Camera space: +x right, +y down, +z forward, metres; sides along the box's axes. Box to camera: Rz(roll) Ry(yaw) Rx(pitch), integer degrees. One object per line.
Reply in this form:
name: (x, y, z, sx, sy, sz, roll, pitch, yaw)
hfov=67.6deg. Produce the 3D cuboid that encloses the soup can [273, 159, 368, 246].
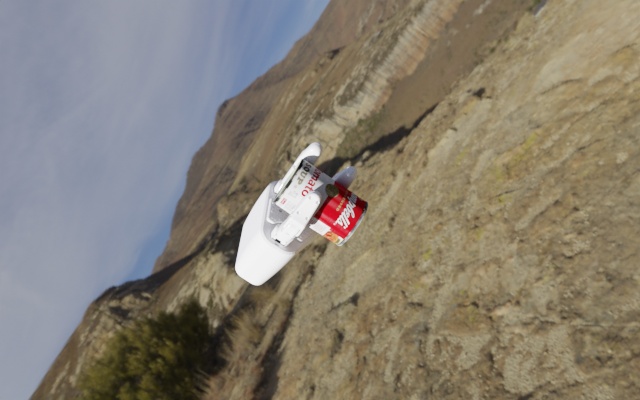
soup can: (0.000, 0.002, 0.608, 0.102, 0.068, 0.068, 34, -5, -8)
